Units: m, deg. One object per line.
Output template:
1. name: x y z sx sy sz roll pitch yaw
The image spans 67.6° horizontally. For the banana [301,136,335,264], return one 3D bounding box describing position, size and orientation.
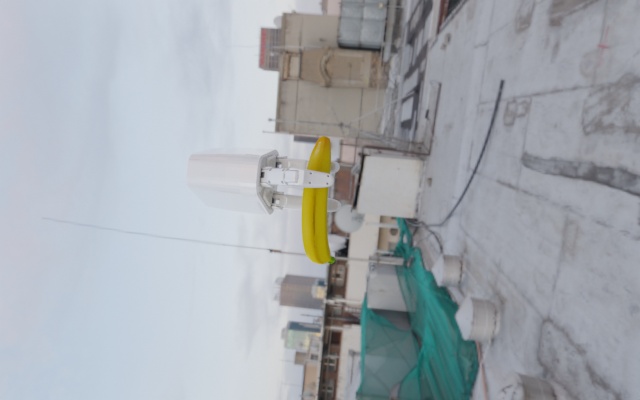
1. banana: -0.004 0.012 0.672 0.037 0.198 0.069 4 21 13
